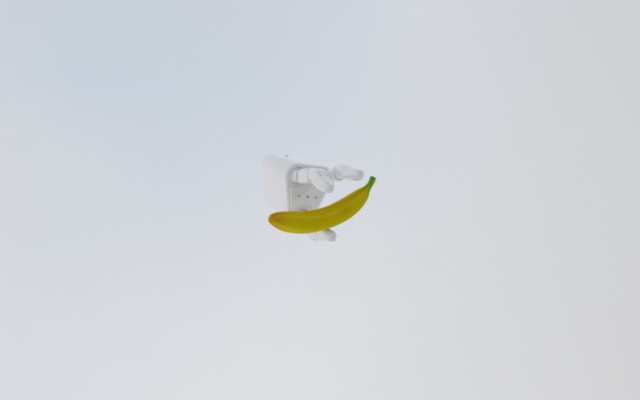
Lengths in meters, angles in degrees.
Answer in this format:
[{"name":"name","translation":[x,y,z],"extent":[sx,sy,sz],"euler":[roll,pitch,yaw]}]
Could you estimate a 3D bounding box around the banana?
[{"name":"banana","translation":[0.005,0.017,0.767],"extent":[0.198,0.070,0.037],"euler":[-23,33,-26]}]
